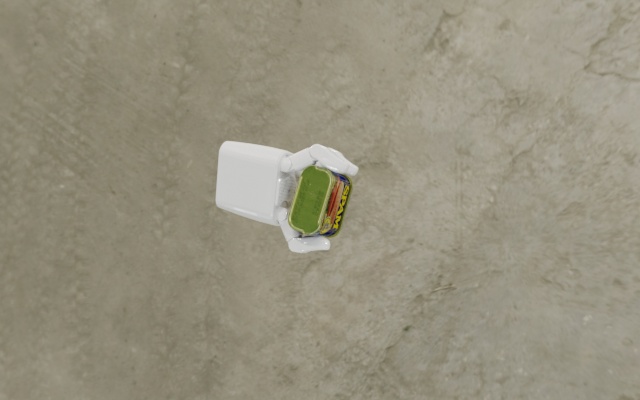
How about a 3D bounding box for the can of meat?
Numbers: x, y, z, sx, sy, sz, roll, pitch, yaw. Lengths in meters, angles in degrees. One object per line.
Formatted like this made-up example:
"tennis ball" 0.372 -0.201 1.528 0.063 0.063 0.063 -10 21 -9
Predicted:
"can of meat" 0.000 0.002 0.701 0.057 0.102 0.084 17 1 22
